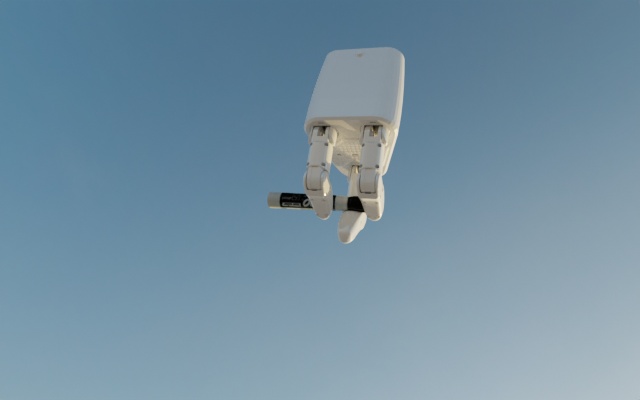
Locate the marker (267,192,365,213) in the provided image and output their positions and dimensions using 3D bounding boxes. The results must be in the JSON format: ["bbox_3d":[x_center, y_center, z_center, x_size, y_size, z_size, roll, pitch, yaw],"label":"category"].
[{"bbox_3d":[0.000,0.002,0.526,0.121,0.020,0.020,3,1,18],"label":"marker"}]
